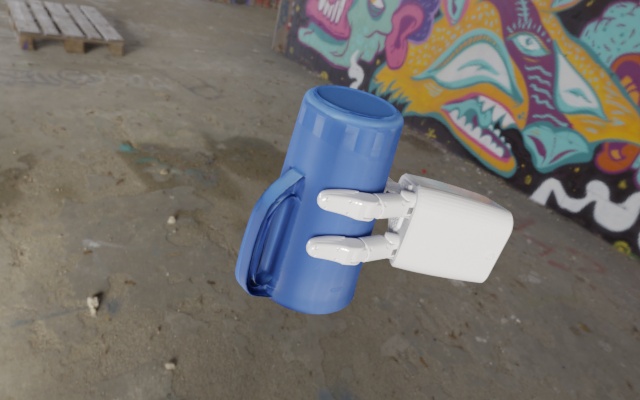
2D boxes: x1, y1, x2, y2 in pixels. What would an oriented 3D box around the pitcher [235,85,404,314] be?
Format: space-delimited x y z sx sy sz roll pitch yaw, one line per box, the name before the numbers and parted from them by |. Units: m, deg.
pitcher | 0.000 0.002 0.540 0.145 0.243 0.149 14 28 -3
